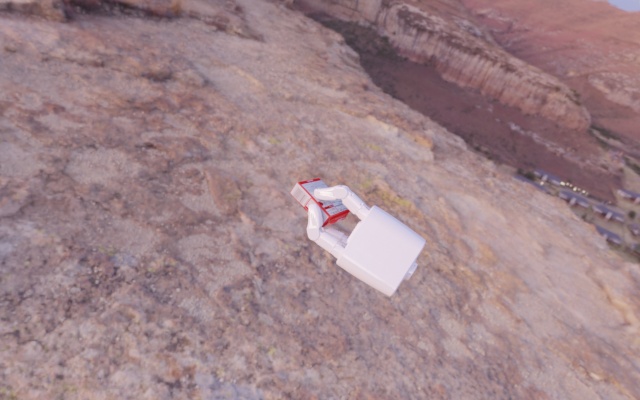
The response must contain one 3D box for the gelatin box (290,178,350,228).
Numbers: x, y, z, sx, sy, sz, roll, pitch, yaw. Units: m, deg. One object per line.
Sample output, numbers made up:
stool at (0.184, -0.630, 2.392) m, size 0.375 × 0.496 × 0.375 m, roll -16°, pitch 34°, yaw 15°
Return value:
gelatin box at (0.000, 0.002, 0.841) m, size 0.089 × 0.030 × 0.073 m, roll 46°, pitch 29°, yaw 16°
